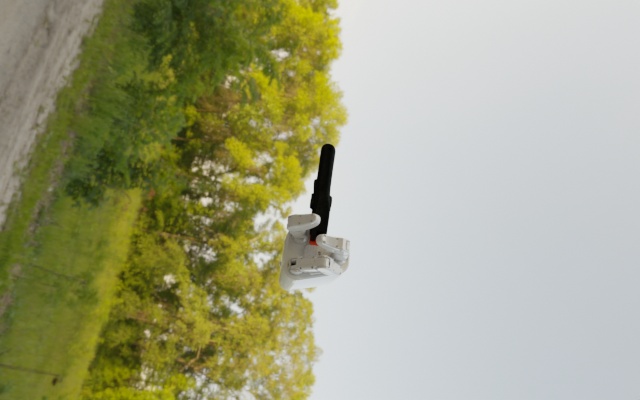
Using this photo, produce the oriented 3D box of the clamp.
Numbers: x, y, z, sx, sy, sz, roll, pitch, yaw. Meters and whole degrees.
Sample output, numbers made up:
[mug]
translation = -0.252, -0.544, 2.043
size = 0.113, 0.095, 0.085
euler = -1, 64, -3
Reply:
[clamp]
translation = 0.001, 0.003, 0.812
size = 0.039, 0.171, 0.120
euler = 8, -23, 2
